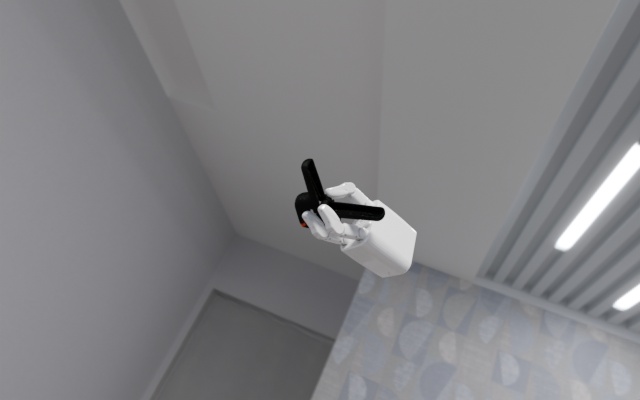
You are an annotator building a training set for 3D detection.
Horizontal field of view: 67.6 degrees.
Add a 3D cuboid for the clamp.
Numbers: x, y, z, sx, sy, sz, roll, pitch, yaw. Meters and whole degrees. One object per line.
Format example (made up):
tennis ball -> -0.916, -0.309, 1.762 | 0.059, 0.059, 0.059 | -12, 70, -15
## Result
clamp -> 0.000, 0.002, 0.867 | 0.164, 0.036, 0.210 | 38, -28, -15
